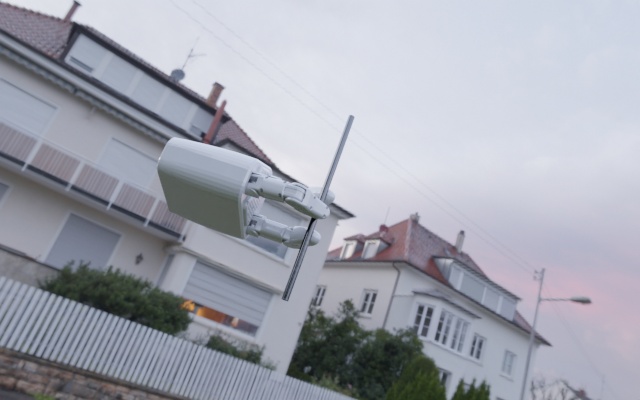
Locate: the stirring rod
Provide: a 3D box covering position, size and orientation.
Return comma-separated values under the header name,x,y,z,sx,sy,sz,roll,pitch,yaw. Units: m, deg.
name,x,y,z,sx,sy,sz,roll,pitch,yaw
stirring rod,0.000,0.002,0.560,0.011,0.239,0.011,18,-19,6
